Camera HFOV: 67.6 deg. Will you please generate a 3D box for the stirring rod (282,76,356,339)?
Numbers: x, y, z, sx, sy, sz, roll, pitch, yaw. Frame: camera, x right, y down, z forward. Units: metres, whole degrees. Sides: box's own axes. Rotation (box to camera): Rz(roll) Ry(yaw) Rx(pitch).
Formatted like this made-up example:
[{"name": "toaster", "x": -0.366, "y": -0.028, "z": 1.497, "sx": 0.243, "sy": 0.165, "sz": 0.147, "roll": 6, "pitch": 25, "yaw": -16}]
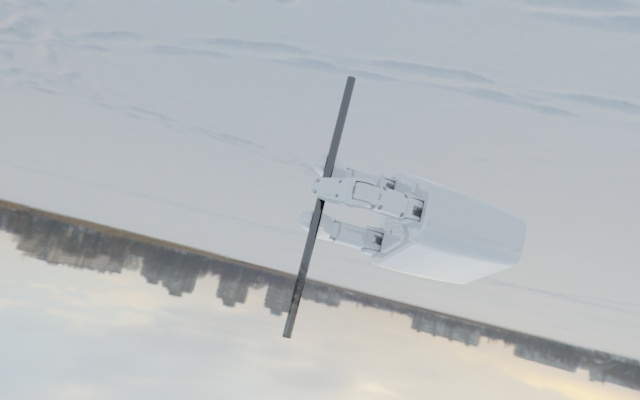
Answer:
[{"name": "stirring rod", "x": 0.000, "y": 0.001, "z": 0.425, "sx": 0.011, "sy": 0.239, "sz": 0.011, "roll": 14, "pitch": -9, "yaw": 2}]
